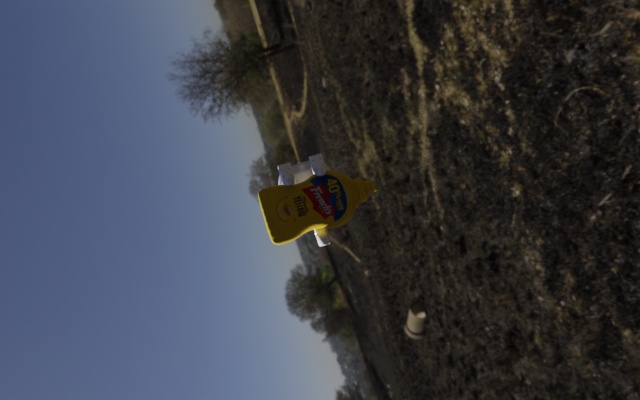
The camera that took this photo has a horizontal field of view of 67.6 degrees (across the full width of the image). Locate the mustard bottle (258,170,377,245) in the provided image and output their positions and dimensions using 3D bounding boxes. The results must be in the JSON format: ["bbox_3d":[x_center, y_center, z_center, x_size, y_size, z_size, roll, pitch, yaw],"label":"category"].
[{"bbox_3d":[0.000,0.003,0.793,0.191,0.096,0.058,-17,-8,-1],"label":"mustard bottle"}]
